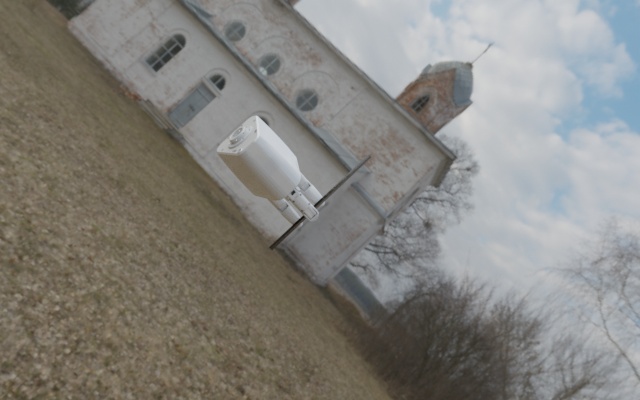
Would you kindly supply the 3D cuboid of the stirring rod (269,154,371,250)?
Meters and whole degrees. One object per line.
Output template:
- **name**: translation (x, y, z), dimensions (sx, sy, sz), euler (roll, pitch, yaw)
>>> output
- **stirring rod**: translation (0.000, 0.003, 0.844), dimensions (0.239, 0.011, 0.011), euler (-43, 3, -3)
